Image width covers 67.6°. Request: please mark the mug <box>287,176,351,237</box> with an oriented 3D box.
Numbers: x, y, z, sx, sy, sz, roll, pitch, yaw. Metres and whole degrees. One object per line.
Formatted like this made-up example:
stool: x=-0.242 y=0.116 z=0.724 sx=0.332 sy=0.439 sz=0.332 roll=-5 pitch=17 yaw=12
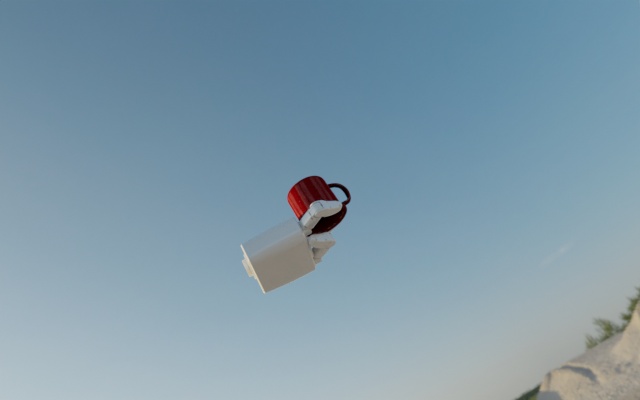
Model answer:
mug: x=0.001 y=0.002 z=0.895 sx=0.117 sy=0.081 sz=0.093 roll=-26 pitch=-30 yaw=-13
